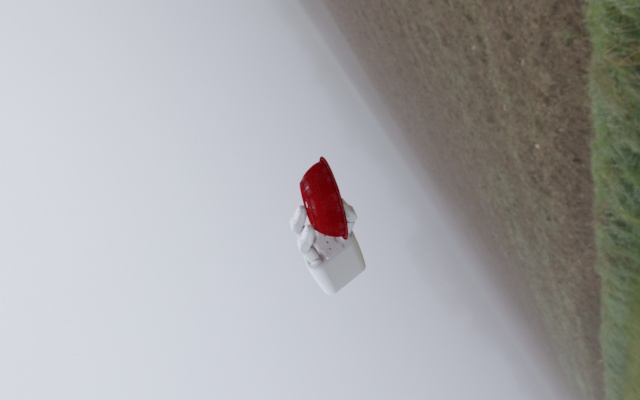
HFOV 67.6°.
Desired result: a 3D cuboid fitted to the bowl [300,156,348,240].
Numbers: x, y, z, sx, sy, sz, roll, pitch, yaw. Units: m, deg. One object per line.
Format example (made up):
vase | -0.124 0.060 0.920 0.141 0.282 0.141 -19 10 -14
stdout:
bowl | -0.001 0.002 0.884 0.055 0.162 0.162 -16 2 -7
